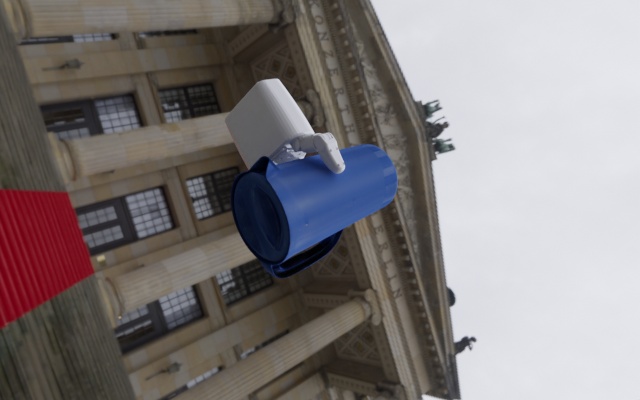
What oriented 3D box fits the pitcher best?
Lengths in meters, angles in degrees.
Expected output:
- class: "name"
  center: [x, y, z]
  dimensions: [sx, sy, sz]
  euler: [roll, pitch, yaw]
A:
- class: "pitcher"
  center: [0.000, 0.002, 0.713]
  dimensions: [0.243, 0.145, 0.149]
  euler: [-21, -16, -38]
